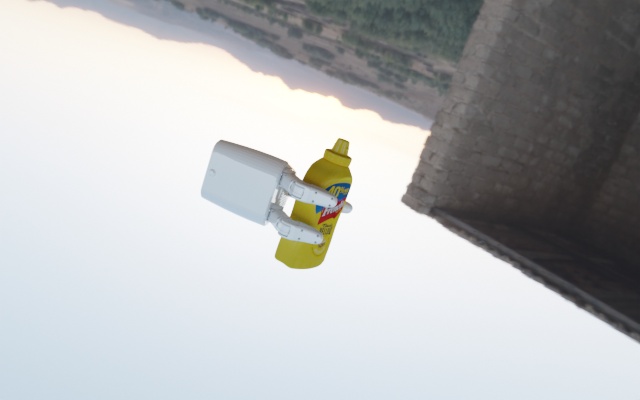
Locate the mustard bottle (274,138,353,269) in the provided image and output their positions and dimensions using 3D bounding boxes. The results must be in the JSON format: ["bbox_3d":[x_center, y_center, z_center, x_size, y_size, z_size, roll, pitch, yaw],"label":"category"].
[{"bbox_3d":[0.000,0.003,0.686,0.058,0.192,0.096,28,16,31],"label":"mustard bottle"}]
